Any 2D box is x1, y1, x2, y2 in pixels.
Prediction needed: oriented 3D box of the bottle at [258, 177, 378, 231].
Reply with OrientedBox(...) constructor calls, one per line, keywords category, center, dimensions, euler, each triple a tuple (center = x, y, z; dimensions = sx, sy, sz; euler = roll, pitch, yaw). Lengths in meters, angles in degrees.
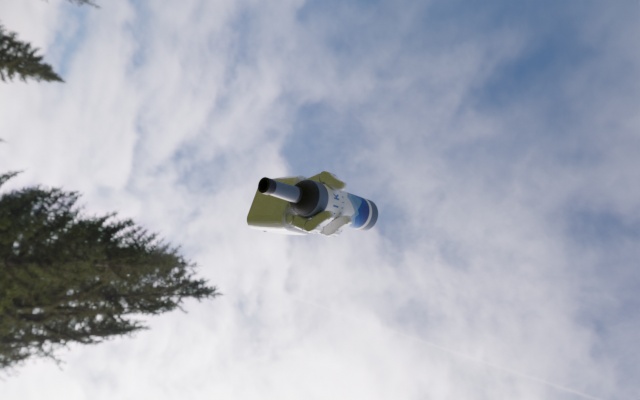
OrientedBox(category="bottle", center=(0.000, 0.003, 0.880), dimensions=(0.069, 0.069, 0.296), euler=(0, -11, 40))
